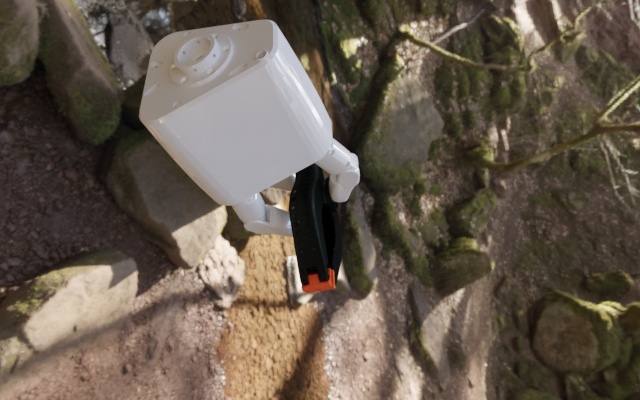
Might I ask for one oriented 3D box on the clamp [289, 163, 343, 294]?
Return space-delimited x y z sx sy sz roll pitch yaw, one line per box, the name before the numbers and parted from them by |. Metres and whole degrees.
clamp | 0.001 0.002 0.490 0.036 0.209 0.165 -14 -34 15
